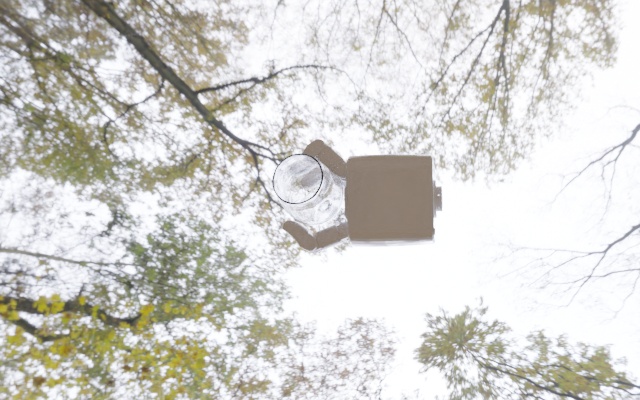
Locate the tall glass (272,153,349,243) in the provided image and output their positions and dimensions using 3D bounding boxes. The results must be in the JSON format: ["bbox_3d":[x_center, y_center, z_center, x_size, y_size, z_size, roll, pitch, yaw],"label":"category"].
[{"bbox_3d":[0.000,0.002,0.635,0.079,0.079,0.201,0,-16,17],"label":"tall glass"}]
